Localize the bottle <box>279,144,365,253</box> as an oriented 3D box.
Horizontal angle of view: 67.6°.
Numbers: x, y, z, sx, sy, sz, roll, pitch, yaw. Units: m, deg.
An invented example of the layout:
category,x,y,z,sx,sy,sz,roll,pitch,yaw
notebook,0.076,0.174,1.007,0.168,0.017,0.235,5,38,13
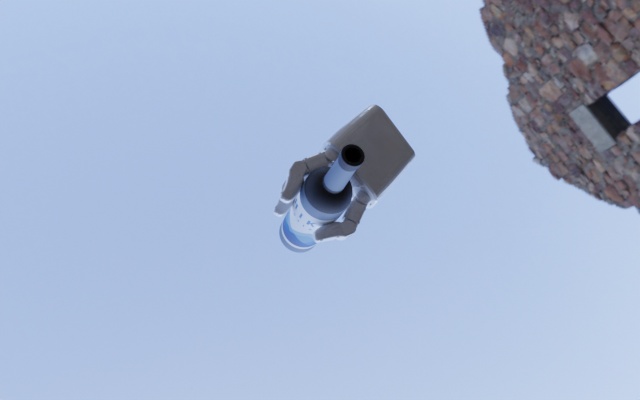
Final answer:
category,x,y,z,sx,sy,sz,roll,pitch,yaw
bottle,0.000,0.002,0.656,0.069,0.069,0.296,0,-21,-15
